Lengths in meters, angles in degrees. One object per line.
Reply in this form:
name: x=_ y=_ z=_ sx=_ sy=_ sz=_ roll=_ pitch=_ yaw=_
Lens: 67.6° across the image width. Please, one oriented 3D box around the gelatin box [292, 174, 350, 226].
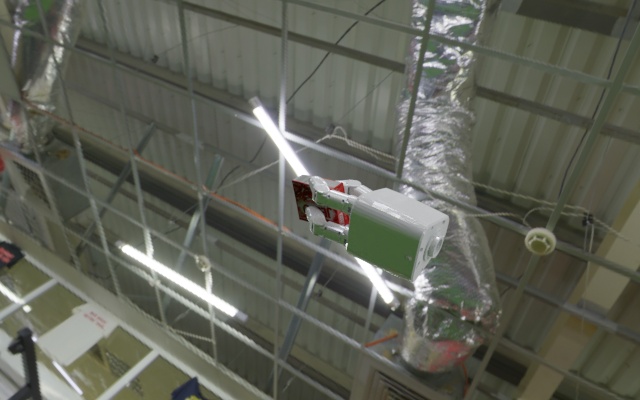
gelatin box: x=0.000 y=0.002 z=0.751 sx=0.089 sy=0.073 sz=0.030 roll=15 pitch=36 yaw=39
